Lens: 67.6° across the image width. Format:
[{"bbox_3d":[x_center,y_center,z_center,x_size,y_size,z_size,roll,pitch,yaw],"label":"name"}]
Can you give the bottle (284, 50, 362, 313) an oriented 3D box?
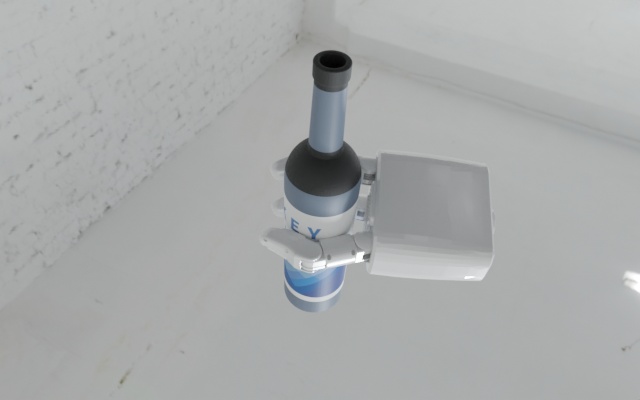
[{"bbox_3d":[0.000,0.002,0.436,0.069,0.069,0.296,0,-41,-4],"label":"bottle"}]
